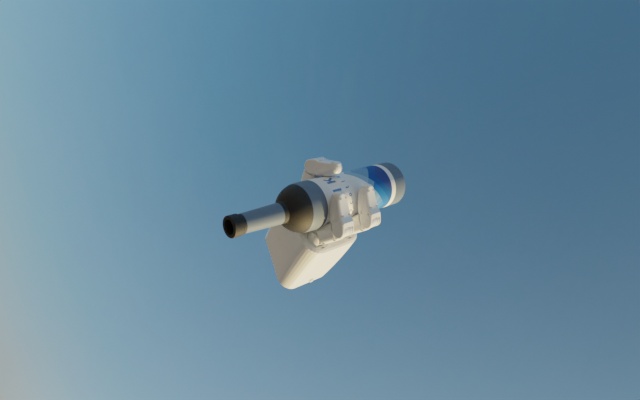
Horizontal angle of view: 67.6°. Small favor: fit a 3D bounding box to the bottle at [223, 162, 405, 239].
[{"bbox_3d":[0.000,0.002,0.648,0.295,0.069,0.069,-15,10,-42],"label":"bottle"}]
